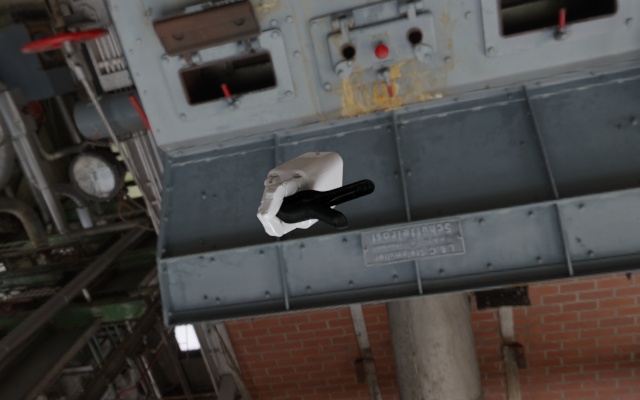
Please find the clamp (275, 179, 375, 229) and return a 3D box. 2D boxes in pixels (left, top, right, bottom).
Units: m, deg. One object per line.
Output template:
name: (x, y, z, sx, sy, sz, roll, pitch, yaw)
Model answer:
clamp: (0.000, 0.003, 0.751, 0.171, 0.039, 0.120, 4, 26, 39)
